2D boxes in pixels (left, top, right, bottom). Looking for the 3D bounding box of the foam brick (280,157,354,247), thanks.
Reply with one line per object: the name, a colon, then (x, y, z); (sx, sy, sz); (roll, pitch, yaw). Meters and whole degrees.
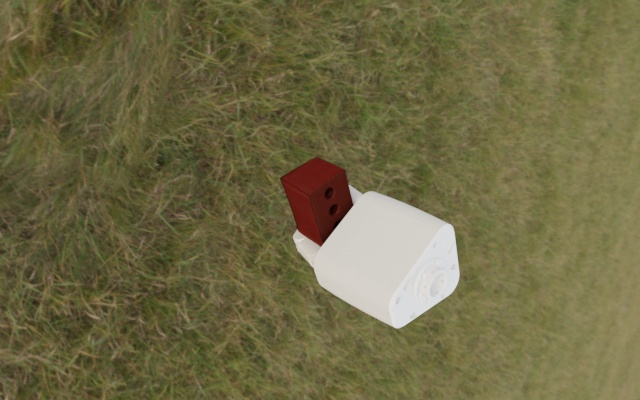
foam brick: (0.000, 0.001, 0.521); (0.053, 0.078, 0.051); (-35, 39, -23)
